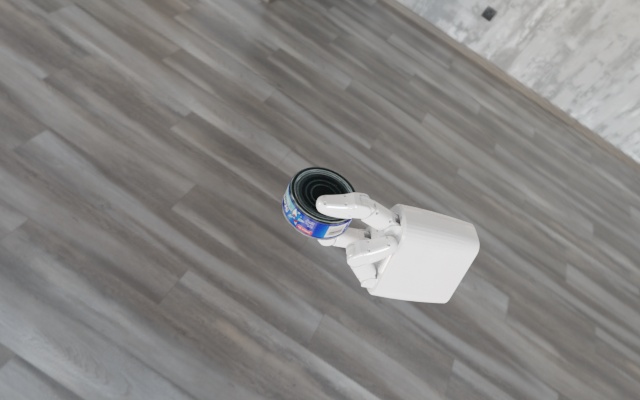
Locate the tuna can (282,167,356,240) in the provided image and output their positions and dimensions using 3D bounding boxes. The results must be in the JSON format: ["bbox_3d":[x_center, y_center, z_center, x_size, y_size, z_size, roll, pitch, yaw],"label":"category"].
[{"bbox_3d":[0.000,0.001,0.558,0.086,0.086,0.034,0,-37,-23],"label":"tuna can"}]
